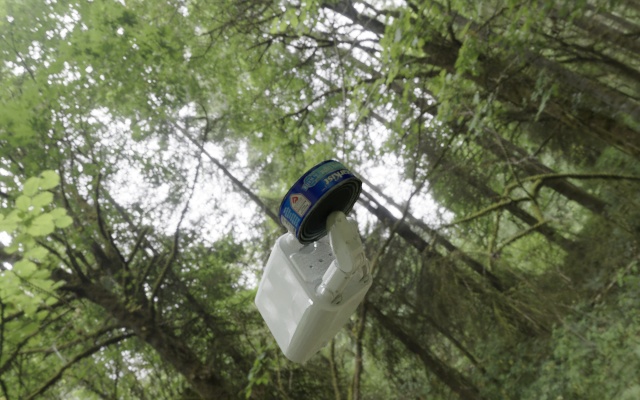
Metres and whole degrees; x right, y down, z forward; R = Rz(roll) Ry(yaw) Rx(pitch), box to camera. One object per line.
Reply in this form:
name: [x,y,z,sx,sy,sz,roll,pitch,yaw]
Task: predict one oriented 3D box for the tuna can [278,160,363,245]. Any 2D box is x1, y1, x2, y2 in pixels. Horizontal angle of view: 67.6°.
tuna can: [0.000,0.001,0.473,0.033,0.086,0.086,44,19,21]
